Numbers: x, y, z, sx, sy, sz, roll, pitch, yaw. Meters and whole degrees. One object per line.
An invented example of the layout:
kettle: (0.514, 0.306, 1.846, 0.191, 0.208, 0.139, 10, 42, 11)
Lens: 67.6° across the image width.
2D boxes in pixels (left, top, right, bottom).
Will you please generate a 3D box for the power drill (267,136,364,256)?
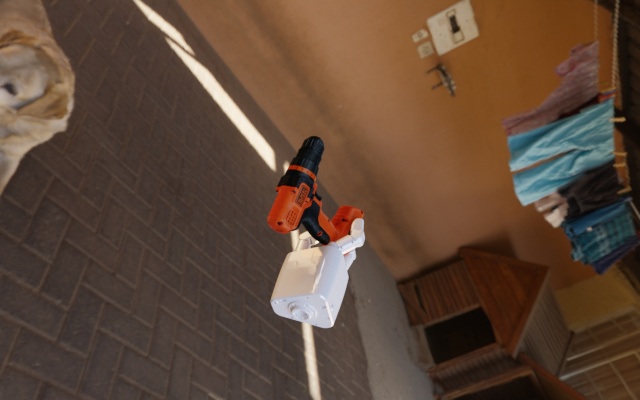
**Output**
power drill: (0.000, 0.003, 0.857, 0.057, 0.184, 0.188, 3, -28, 45)
